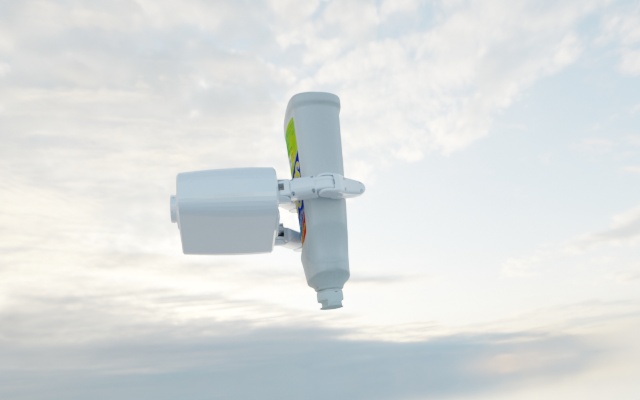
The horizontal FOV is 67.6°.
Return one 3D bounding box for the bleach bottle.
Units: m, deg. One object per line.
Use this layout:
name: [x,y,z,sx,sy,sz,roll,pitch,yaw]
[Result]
bleach bottle: [0.000,0.002,0.574,0.068,0.250,0.103,-2,-22,-13]
